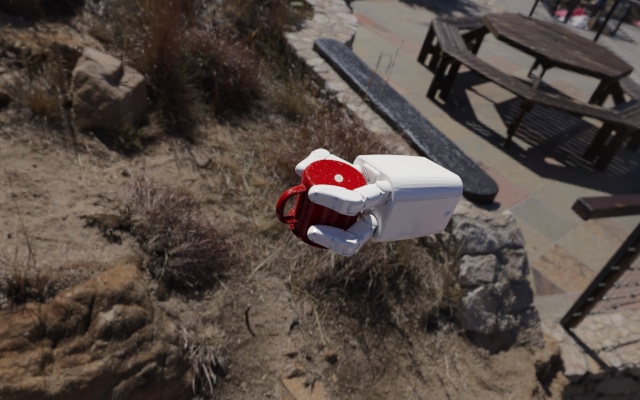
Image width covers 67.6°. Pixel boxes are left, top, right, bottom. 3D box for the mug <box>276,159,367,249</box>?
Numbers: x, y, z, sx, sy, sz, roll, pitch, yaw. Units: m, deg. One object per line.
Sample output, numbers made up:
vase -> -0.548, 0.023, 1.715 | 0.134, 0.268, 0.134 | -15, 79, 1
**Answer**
mug -> -0.001, 0.002, 0.603 | 0.117, 0.082, 0.093 | -3, 41, -24
